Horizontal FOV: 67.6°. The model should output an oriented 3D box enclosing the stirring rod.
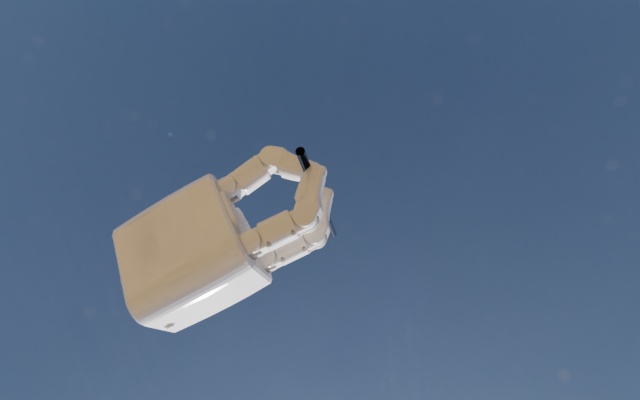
[{"bbox_3d":[0.000,0.002,0.501,0.011,0.011,0.240,0,-20,8],"label":"stirring rod"}]
